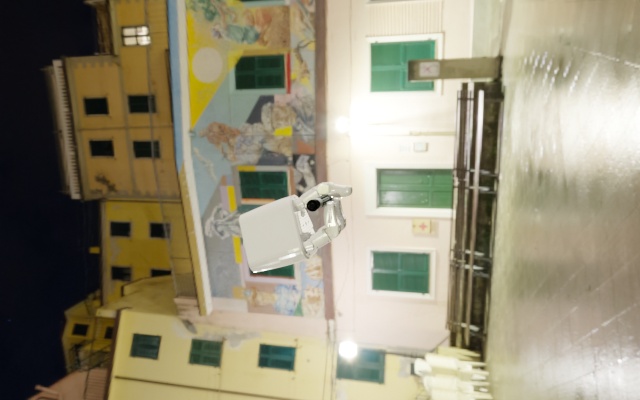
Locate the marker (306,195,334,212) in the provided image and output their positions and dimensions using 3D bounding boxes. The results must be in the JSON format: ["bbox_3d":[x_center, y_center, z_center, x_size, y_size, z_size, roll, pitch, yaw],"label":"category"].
[{"bbox_3d":[0.000,0.003,0.780,0.020,0.020,0.121,0,6,14],"label":"marker"}]
